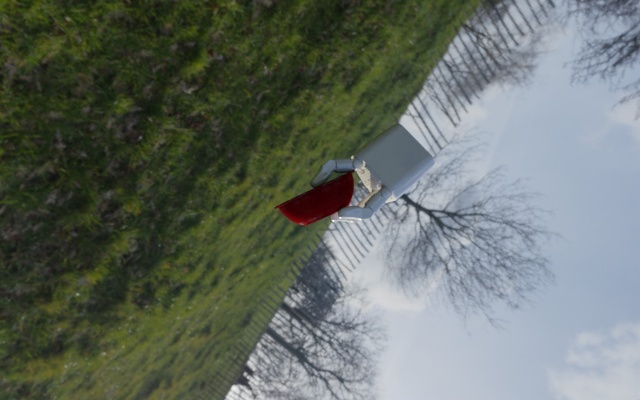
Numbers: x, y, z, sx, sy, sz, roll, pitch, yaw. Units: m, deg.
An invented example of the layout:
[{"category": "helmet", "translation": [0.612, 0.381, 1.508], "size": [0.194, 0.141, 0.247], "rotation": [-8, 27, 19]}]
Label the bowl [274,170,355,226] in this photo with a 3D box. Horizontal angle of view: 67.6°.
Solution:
[{"category": "bowl", "translation": [-0.001, 0.004, 0.865], "size": [0.162, 0.055, 0.162], "rotation": [-25, 1, 0]}]
